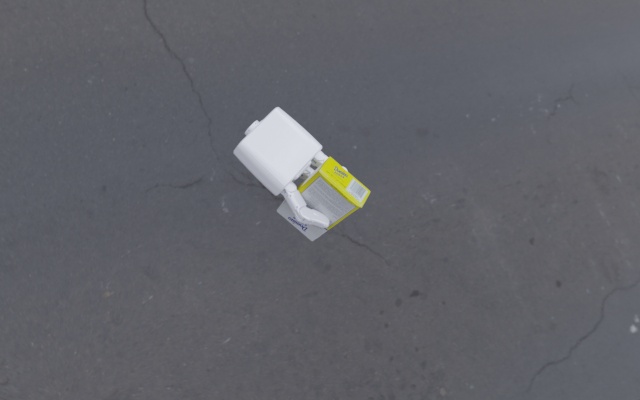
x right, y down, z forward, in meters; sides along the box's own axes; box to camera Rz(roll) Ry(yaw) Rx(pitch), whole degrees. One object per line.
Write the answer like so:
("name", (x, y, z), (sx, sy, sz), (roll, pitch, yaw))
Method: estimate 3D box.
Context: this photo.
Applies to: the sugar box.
("sugar box", (0.000, 0.002, 0.837), (0.093, 0.048, 0.176), (41, -34, -8))
